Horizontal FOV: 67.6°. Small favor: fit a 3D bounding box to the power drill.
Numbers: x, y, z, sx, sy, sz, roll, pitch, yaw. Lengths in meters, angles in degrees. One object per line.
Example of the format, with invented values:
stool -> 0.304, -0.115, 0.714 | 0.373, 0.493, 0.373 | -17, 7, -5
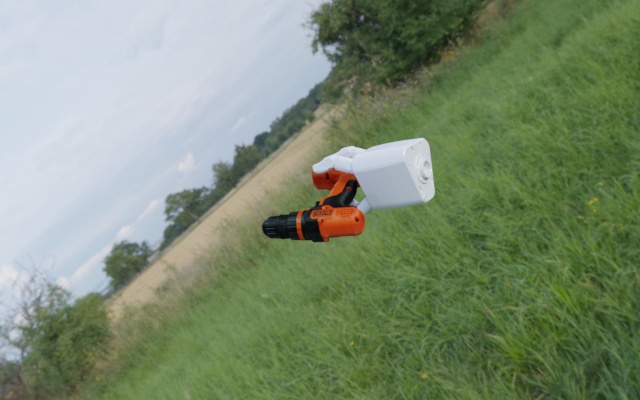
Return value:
power drill -> 0.000, 0.003, 0.872 | 0.184, 0.057, 0.187 | -3, 37, 18
